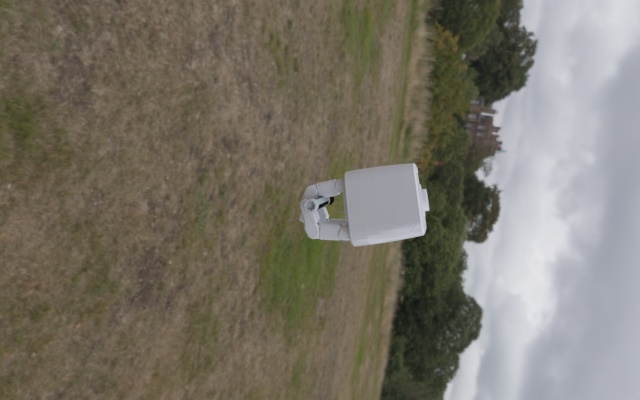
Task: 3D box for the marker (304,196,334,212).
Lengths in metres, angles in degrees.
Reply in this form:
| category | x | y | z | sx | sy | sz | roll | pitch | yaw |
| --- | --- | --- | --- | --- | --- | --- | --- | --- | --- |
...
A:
| category | x | y | z | sx | sy | sz | roll | pitch | yaw |
| --- | --- | --- | --- | --- | --- | --- | --- | --- | --- |
| marker | 0.000 | 0.002 | 0.724 | 0.020 | 0.020 | 0.121 | 0 | 5 | 14 |
